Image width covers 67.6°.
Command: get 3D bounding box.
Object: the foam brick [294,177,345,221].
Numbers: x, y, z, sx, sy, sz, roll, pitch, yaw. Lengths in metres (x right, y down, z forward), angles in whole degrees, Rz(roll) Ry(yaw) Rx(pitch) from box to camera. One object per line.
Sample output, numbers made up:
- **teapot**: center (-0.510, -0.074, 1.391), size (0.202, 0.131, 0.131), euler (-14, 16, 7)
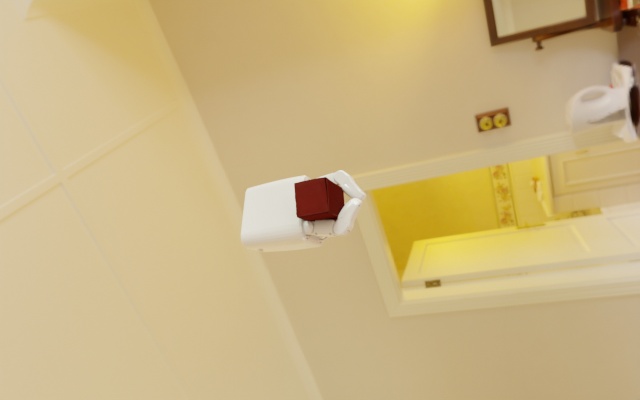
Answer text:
- **foam brick**: center (0.000, 0.002, 0.704), size (0.051, 0.053, 0.078), euler (-9, -14, 19)
